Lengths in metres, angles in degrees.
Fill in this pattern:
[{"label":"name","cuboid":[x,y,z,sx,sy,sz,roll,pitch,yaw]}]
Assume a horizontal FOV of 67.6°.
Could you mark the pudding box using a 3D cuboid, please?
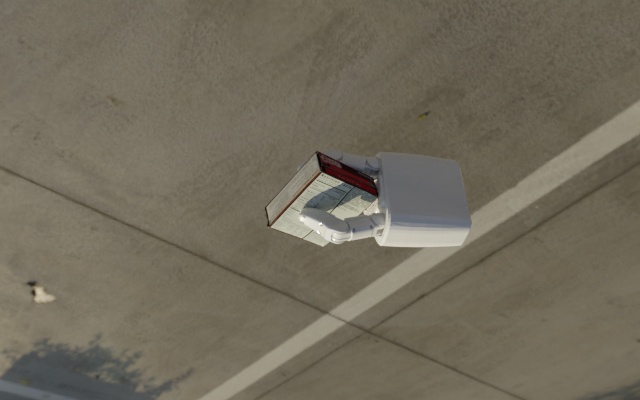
[{"label":"pudding box","cuboid":[0.000,0.002,0.579,0.090,0.039,0.113,23,-54,-31]}]
